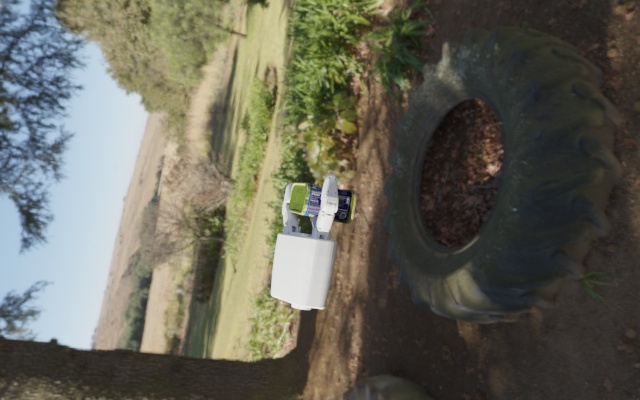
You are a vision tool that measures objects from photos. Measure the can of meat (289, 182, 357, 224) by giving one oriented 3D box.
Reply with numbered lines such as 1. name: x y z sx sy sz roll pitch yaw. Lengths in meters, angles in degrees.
1. can of meat: 0.000 0.002 0.792 0.084 0.057 0.102 10 -1 -19
